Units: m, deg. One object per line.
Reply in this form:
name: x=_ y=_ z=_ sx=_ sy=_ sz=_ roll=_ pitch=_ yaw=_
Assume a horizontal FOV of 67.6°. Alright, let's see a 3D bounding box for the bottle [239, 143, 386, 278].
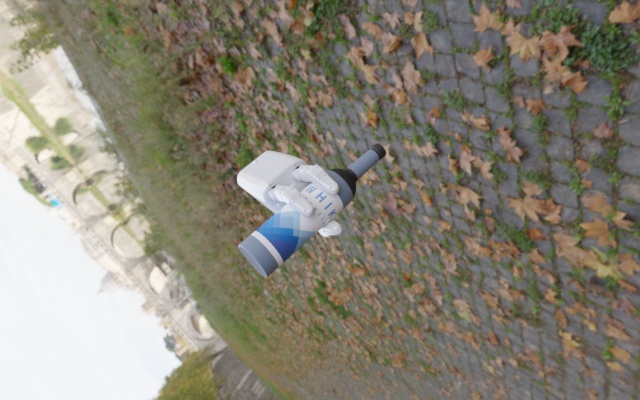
bottle: x=0.000 y=0.003 z=0.781 sx=0.295 sy=0.069 sz=0.069 roll=-41 pitch=16 yaw=-19
